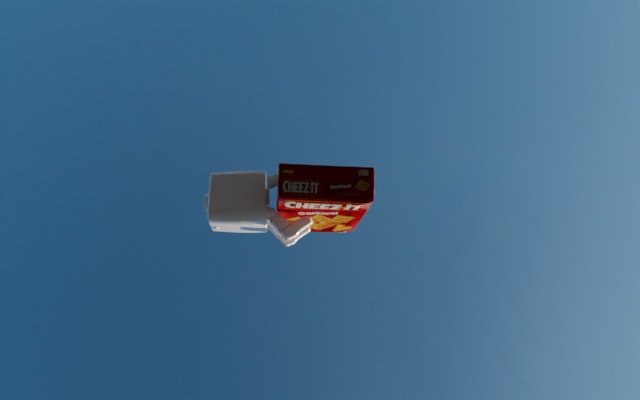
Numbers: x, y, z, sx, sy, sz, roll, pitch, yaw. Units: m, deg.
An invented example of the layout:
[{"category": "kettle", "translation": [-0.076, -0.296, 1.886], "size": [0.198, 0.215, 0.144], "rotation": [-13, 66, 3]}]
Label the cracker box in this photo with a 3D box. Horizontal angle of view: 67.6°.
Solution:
[{"category": "cracker box", "translation": [0.000, 0.003, 0.896], "size": [0.164, 0.072, 0.214], "rotation": [2, -17, -5]}]
